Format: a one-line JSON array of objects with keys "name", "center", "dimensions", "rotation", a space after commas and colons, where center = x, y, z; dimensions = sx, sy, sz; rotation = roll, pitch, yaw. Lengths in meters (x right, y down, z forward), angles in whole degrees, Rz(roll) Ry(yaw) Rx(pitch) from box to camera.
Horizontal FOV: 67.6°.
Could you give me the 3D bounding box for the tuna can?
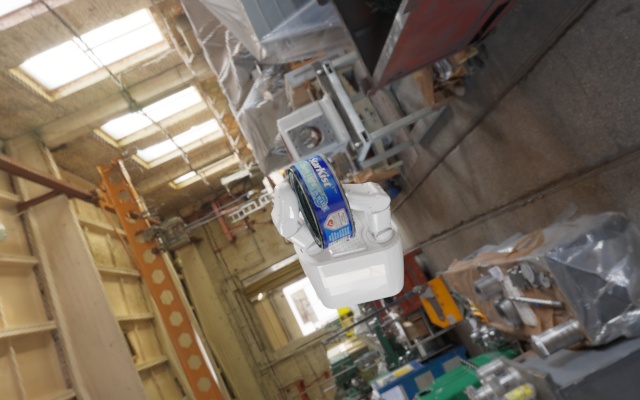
[{"name": "tuna can", "center": [0.000, 0.002, 0.448], "dimensions": [0.034, 0.086, 0.086], "rotation": [-22, 3, -9]}]
